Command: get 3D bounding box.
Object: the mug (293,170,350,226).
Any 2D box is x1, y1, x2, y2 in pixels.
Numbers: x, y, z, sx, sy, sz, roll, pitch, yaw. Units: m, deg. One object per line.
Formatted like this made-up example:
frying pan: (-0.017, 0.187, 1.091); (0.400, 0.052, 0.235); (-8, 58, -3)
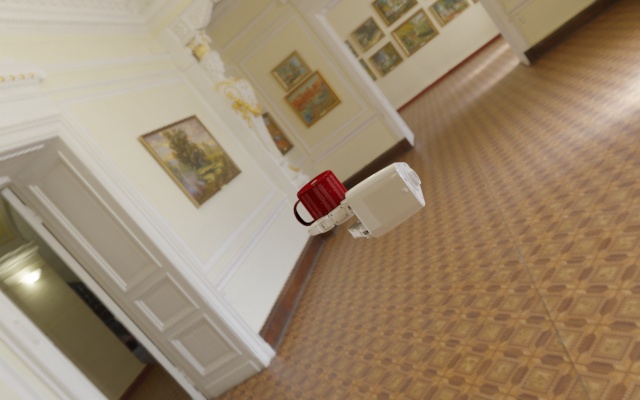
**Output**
mug: (-0.001, 0.003, 0.899); (0.117, 0.081, 0.093); (-33, 10, 21)
